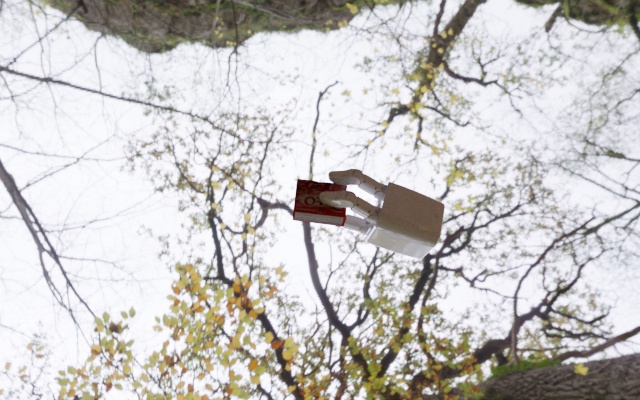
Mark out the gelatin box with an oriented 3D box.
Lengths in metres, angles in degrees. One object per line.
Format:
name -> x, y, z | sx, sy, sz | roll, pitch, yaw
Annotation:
gelatin box -> 0.000, 0.003, 0.810 | 0.089, 0.073, 0.030 | 7, -39, -3
